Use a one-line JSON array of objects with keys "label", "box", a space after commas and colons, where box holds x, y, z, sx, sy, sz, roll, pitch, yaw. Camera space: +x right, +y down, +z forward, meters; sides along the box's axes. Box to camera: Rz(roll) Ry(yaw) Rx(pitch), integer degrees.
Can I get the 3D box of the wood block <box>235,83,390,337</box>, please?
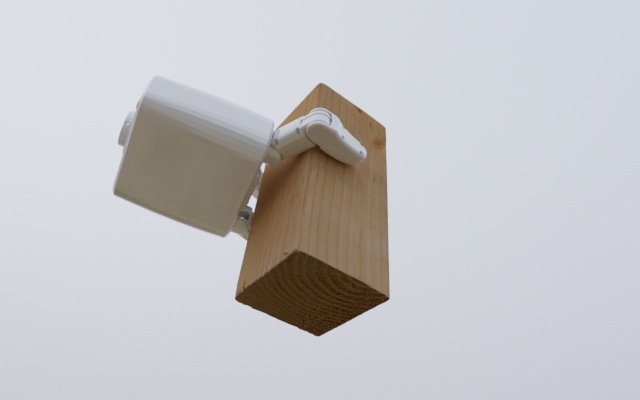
[{"label": "wood block", "box": [0.000, 0.001, 0.435, 0.090, 0.206, 0.091, 31, -48, -24]}]
